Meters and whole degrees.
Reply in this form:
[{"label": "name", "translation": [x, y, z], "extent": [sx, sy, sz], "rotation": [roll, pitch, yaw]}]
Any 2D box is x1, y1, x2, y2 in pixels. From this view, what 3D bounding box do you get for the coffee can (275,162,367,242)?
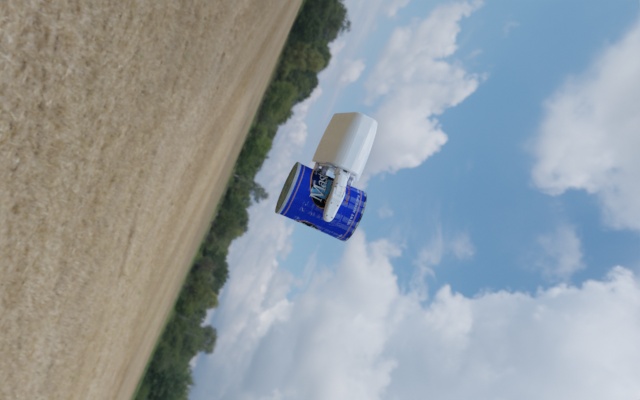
[{"label": "coffee can", "translation": [0.000, 0.003, 0.883], "extent": [0.140, 0.103, 0.103], "rotation": [23, -5, -11]}]
